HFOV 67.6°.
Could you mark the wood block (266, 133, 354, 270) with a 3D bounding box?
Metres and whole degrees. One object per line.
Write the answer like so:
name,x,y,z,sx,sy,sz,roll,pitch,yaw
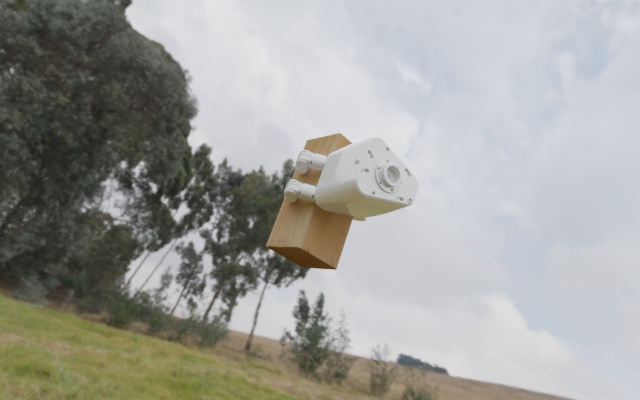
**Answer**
wood block,0.001,0.003,0.802,0.091,0.206,0.090,35,-26,-35
